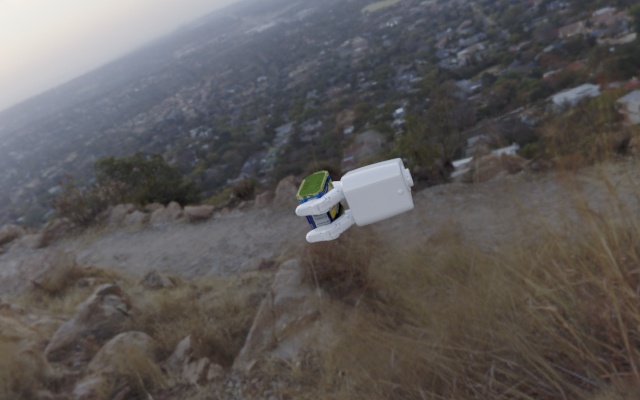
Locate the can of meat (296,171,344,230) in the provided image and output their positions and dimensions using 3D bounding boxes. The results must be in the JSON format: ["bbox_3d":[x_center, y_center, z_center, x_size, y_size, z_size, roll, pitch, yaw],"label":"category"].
[{"bbox_3d":[0.000,0.003,0.895,0.057,0.084,0.102,-15,24,18],"label":"can of meat"}]
